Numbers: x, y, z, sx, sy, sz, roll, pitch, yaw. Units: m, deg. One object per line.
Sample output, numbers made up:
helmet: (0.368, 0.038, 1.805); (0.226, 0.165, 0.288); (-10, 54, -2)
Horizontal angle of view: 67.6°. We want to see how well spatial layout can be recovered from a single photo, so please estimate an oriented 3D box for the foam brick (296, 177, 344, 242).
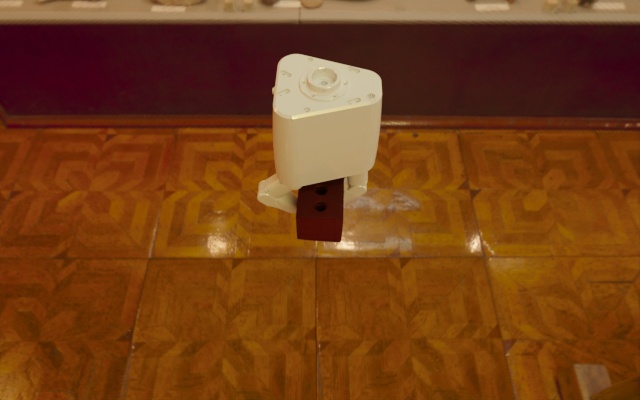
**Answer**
foam brick: (0.000, 0.002, 0.554); (0.053, 0.078, 0.051); (2, -34, 0)
